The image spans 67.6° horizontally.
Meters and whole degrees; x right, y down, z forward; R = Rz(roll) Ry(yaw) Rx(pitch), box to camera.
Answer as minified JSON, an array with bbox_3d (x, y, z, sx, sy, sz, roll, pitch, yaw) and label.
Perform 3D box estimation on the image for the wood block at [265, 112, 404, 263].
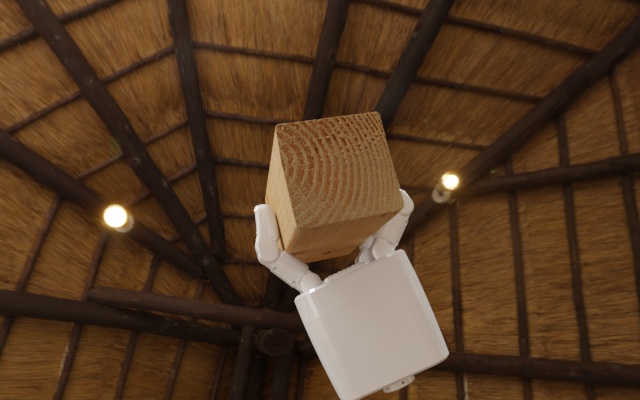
[{"bbox_3d":[0.000,0.002,0.476,0.091,0.090,0.206,-10,-14,-12],"label":"wood block"}]
